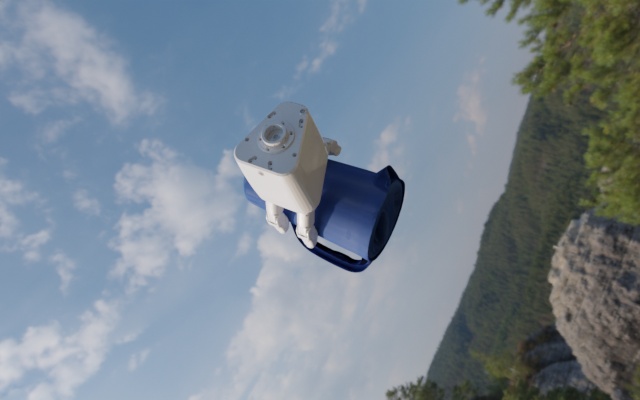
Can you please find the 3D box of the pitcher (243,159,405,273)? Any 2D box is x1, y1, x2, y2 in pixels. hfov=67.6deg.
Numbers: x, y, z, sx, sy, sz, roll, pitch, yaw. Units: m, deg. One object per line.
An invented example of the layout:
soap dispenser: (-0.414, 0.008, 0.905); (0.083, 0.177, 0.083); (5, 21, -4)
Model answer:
pitcher: (0.000, 0.002, 0.765); (0.243, 0.149, 0.145); (21, -17, 22)
